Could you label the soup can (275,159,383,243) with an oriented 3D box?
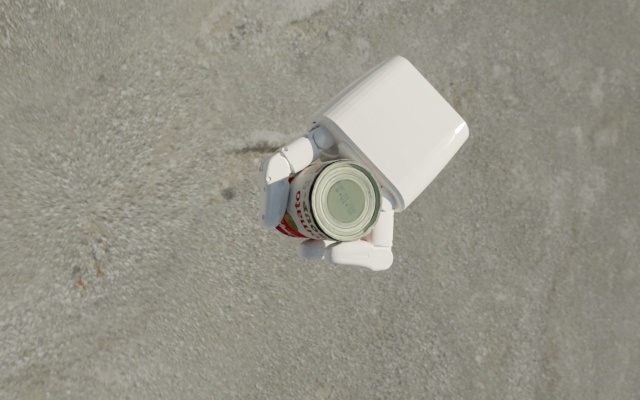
[{"bbox_3d":[0.000,0.002,0.420,0.068,0.068,0.102,0,-1,-26],"label":"soup can"}]
